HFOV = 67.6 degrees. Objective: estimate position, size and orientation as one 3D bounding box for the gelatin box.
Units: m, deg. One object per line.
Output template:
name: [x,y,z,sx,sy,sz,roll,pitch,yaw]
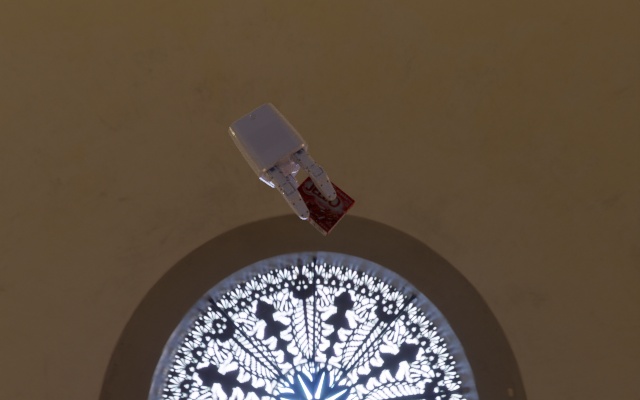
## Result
gelatin box: [0.000,0.003,0.797,0.089,0.073,0.030,40,-17,8]
